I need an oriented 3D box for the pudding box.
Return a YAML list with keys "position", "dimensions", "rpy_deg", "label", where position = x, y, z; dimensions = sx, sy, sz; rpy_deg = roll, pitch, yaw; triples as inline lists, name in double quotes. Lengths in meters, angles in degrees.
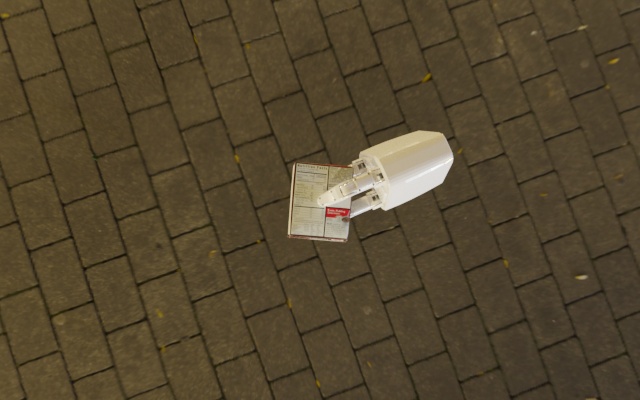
- position: [0.000, 0.002, 0.710]
  dimensions: [0.090, 0.113, 0.039]
  rpy_deg: [5, -7, -5]
  label: "pudding box"
